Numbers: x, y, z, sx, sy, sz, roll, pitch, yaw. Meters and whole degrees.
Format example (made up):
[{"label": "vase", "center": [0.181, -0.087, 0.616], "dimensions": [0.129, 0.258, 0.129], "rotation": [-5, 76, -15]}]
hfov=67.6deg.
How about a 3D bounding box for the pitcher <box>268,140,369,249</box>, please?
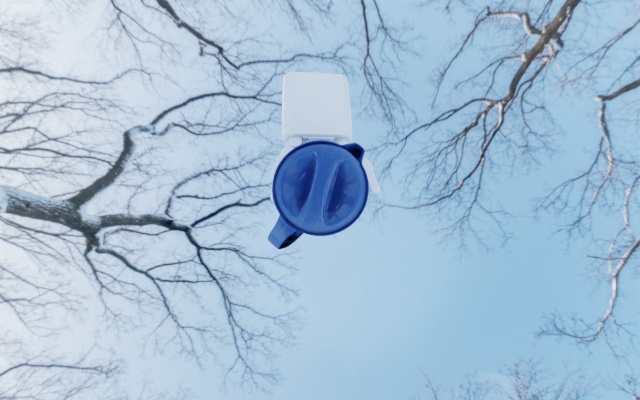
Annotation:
[{"label": "pitcher", "center": [0.000, 0.002, 0.764], "dimensions": [0.149, 0.145, 0.243], "rotation": [-4, -7, 4]}]
